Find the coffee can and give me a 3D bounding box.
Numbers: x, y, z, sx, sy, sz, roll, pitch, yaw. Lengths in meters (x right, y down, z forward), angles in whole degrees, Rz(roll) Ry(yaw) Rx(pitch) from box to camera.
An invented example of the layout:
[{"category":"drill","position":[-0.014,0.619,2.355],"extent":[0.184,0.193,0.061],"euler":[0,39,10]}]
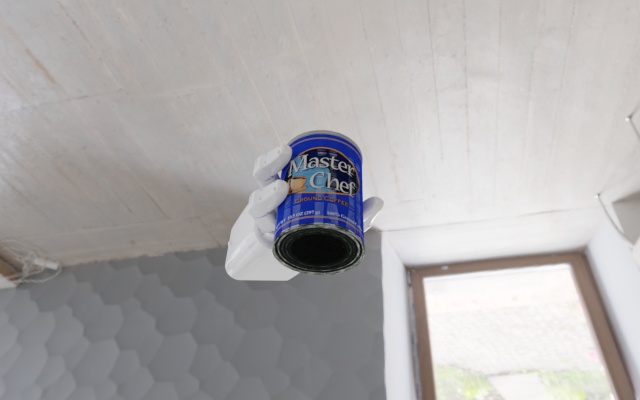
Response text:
[{"category":"coffee can","position":[0.000,0.002,0.564],"extent":[0.103,0.140,0.103],"euler":[2,-38,1]}]
